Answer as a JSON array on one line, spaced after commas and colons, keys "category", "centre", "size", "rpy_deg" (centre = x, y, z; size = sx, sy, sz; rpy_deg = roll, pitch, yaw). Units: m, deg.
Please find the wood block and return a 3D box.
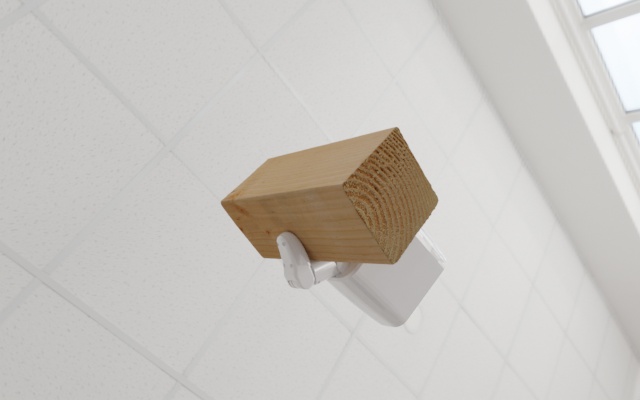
[{"category": "wood block", "centre": [0.000, 0.002, 0.490], "size": [0.206, 0.090, 0.090], "rpy_deg": [-7, 34, 51]}]
